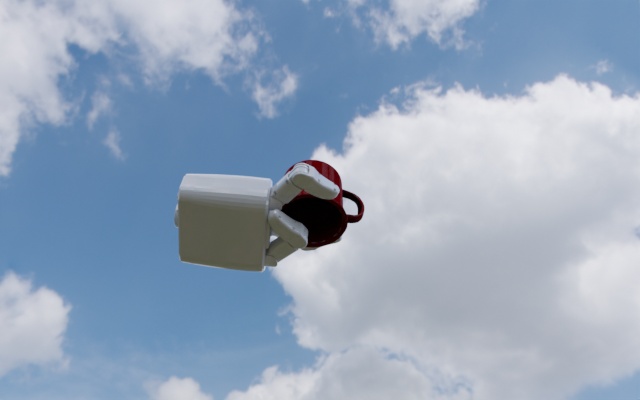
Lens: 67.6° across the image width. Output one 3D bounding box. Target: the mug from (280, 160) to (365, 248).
[{"bbox_3d":[0.002,0.002,0.626,0.117,0.093,0.081,6,42,-4],"label":"mug"}]
